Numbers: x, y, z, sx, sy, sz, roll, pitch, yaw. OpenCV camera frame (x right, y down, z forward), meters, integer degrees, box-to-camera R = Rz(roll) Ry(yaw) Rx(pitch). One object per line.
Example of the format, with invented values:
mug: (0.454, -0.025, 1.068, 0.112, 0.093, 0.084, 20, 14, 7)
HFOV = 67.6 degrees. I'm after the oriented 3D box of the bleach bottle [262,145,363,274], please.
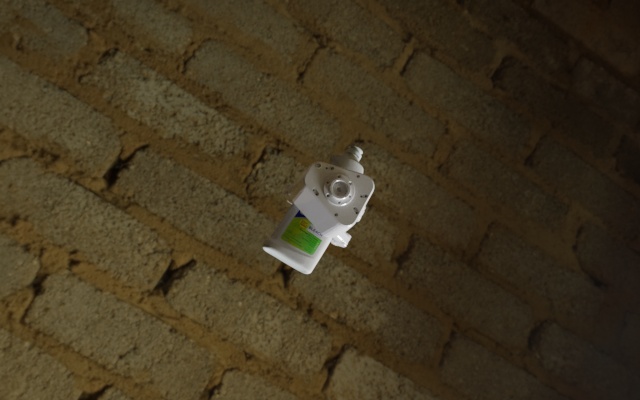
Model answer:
bleach bottle: (0.000, 0.003, 0.873, 0.102, 0.250, 0.068, 31, -16, -5)
